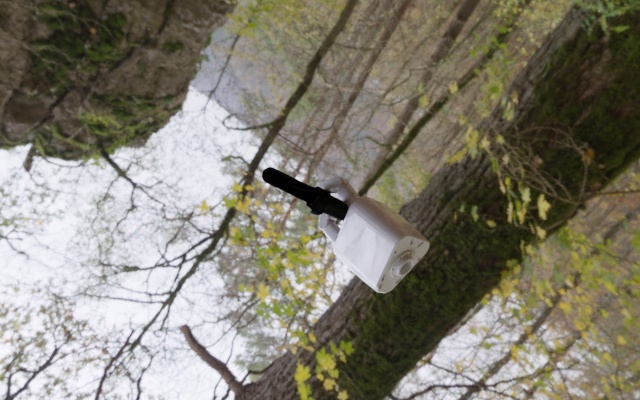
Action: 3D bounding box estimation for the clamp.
[{"bbox_3d":[0.000,0.003,0.729,0.171,0.039,0.120,20,17,-48],"label":"clamp"}]
